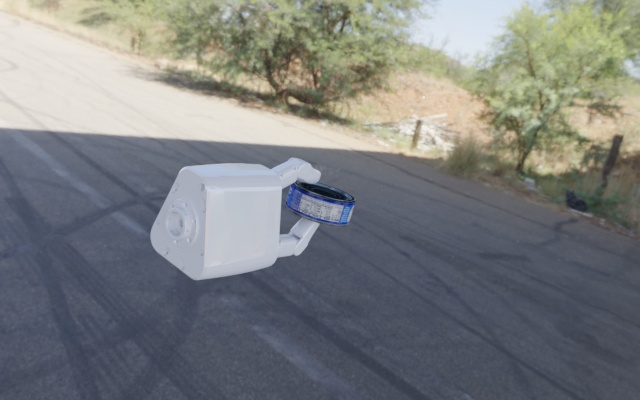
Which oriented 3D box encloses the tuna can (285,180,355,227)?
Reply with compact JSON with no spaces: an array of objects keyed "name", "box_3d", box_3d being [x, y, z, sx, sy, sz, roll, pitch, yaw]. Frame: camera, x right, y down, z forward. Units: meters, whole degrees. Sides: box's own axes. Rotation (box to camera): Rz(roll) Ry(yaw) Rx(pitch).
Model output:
[{"name":"tuna can","box_3d":[0.000,0.001,0.605,0.086,0.034,0.086,16,12,-3]}]
